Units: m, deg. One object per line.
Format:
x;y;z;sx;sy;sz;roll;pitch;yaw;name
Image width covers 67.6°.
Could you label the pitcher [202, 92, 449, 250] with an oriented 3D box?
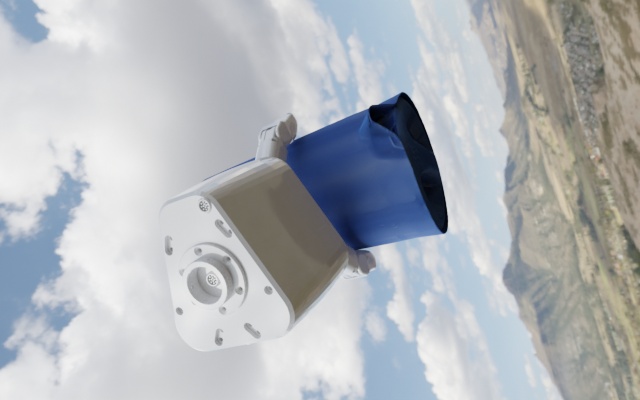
0.000;0.002;0.484;0.243;0.149;0.145;-17;10;23;pitcher
